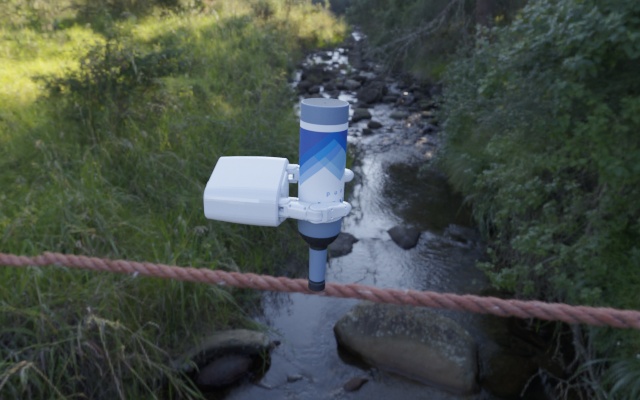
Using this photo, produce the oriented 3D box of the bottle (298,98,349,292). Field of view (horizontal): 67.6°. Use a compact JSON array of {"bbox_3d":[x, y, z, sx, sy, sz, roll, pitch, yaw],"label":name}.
[{"bbox_3d":[0.000,0.002,0.707,0.069,0.296,0.069,2,22,-1],"label":"bottle"}]
